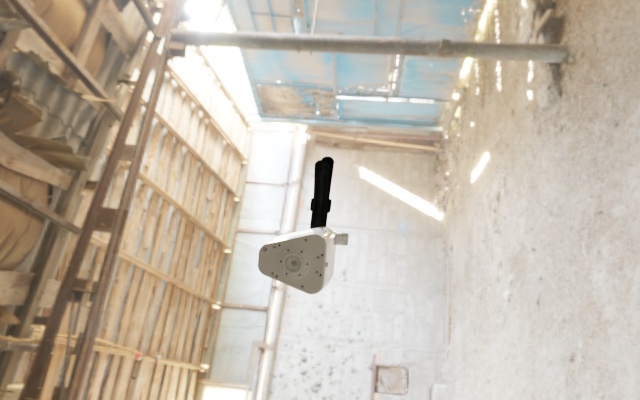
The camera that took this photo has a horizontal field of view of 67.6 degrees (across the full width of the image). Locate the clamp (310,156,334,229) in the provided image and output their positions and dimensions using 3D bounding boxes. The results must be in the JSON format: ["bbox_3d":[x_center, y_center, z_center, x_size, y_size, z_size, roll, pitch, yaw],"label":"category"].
[{"bbox_3d":[0.000,0.003,0.841,0.039,0.171,0.120,4,0,11],"label":"clamp"}]
